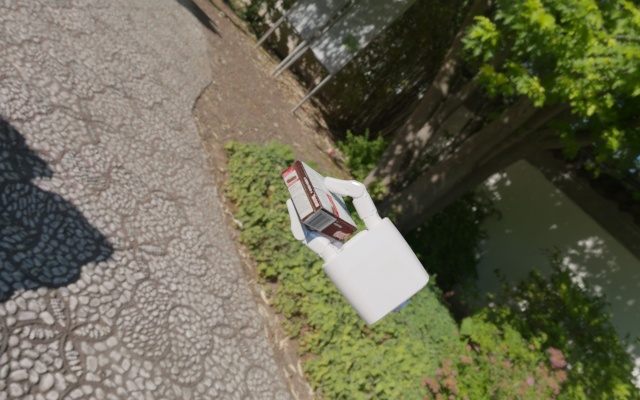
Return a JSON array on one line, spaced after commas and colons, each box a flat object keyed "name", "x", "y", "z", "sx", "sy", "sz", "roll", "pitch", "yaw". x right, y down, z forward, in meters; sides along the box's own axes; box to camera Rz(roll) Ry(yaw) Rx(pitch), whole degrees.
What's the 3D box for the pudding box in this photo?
[{"name": "pudding box", "x": 0.000, "y": 0.002, "z": 0.687, "sx": 0.039, "sy": 0.090, "sz": 0.113, "roll": -35, "pitch": -32, "yaw": 14}]
